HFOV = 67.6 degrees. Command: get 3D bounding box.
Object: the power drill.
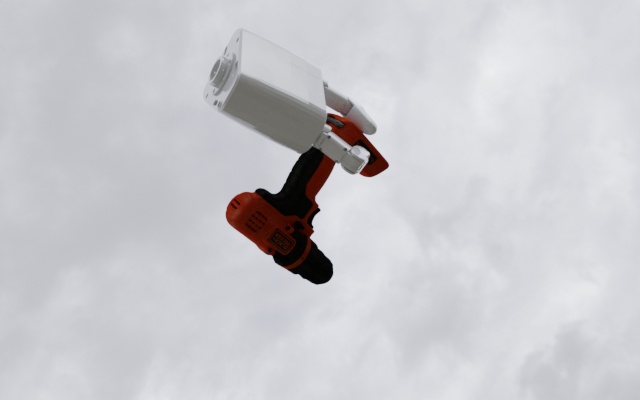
[{"bbox_3d":[0.000,0.001,0.593,0.184,0.187,0.057,43,-7,-40],"label":"power drill"}]
